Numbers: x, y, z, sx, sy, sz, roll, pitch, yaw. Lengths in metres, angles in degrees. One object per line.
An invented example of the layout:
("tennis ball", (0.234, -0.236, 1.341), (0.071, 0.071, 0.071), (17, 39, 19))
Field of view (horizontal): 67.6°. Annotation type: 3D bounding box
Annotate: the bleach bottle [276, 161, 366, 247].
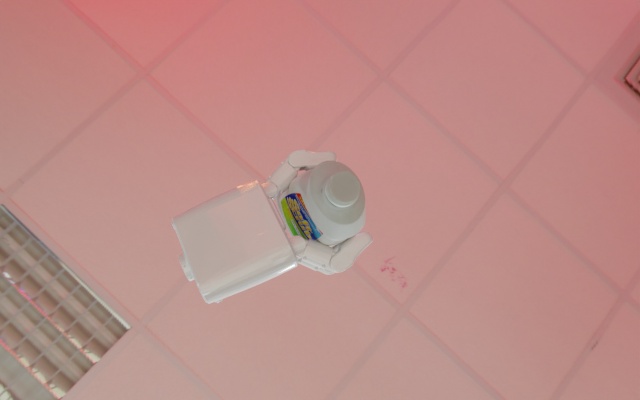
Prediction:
("bleach bottle", (0.000, 0.002, 0.541), (0.068, 0.102, 0.251), (-23, -6, -12))
